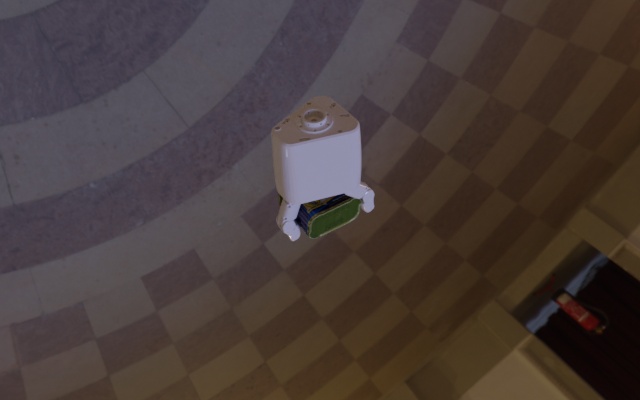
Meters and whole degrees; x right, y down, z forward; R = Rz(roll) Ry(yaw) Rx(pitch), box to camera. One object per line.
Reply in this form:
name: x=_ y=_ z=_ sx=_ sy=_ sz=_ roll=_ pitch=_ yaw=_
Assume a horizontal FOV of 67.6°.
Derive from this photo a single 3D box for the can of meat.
can of meat: x=0.000 y=0.003 z=0.733 sx=0.102 sy=0.057 sz=0.084 roll=-25 pitch=51 yaw=-24
